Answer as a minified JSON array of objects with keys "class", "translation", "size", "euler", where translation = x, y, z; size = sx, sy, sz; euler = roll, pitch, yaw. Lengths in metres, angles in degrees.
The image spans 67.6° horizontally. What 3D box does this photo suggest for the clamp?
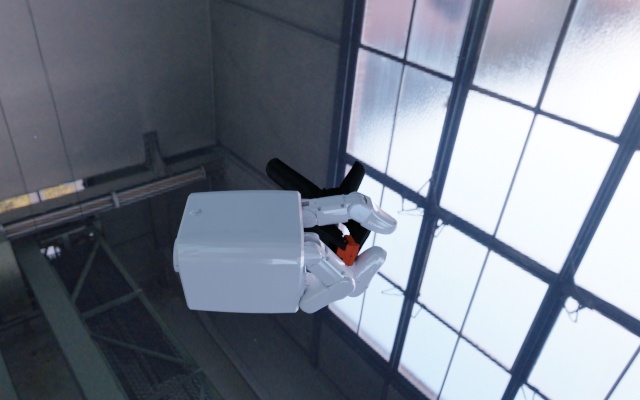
[{"class":"clamp","translation":[0.000,0.002,0.519],"size":[0.120,0.039,0.171],"euler":[1,33,-6]}]
